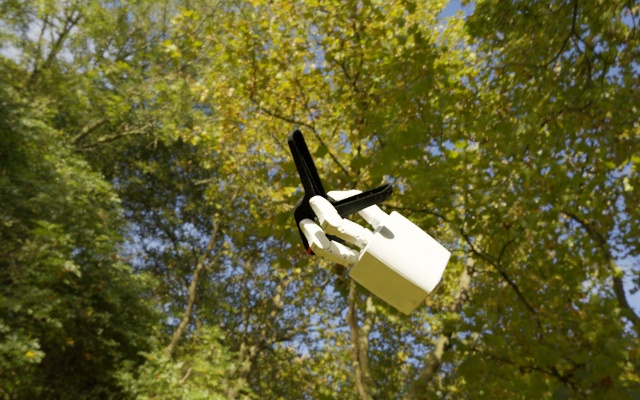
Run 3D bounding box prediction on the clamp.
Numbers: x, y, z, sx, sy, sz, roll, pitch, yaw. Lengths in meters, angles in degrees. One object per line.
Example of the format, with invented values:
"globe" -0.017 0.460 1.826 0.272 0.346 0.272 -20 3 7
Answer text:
"clamp" 0.001 0.002 0.707 0.164 0.210 0.036 38 49 11
